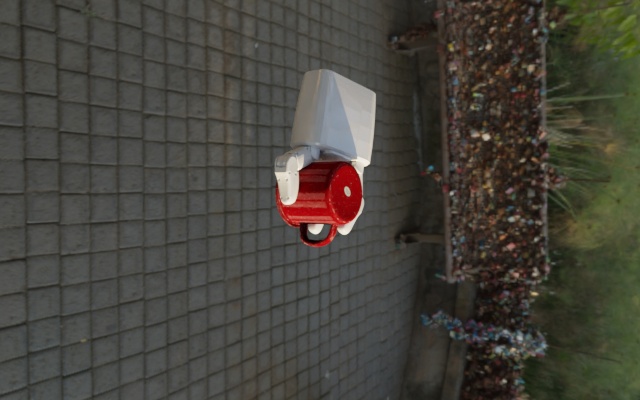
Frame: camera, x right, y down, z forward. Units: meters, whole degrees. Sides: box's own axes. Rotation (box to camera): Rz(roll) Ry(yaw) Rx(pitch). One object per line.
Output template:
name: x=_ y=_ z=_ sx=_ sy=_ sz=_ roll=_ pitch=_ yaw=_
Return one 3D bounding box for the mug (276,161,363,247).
mug: x=0.000 y=0.003 z=0.625 sx=0.081 sy=0.117 sz=0.093 roll=0 pitch=-11 yaw=36
